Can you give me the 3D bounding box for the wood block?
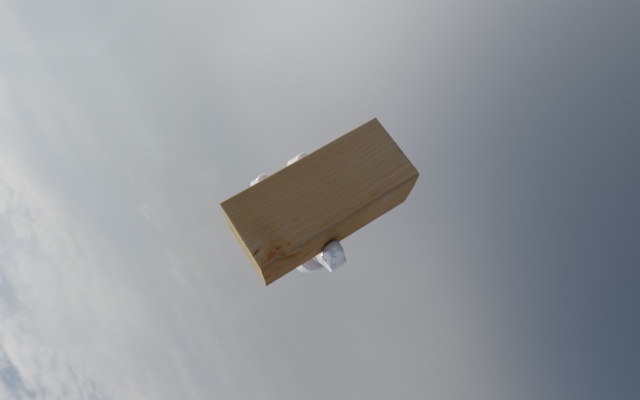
[{"bbox_3d":[0.000,0.002,0.561,0.206,0.090,0.090,-31,-17,-14],"label":"wood block"}]
